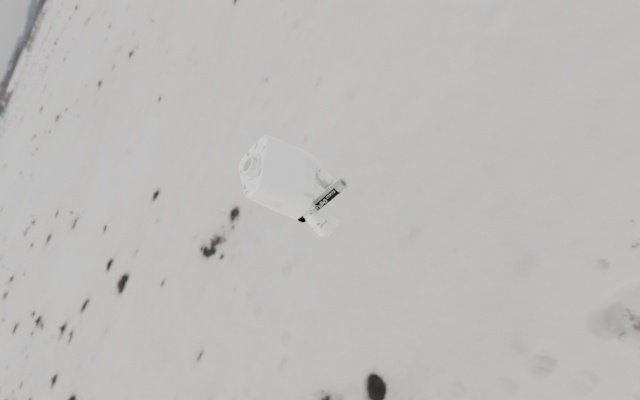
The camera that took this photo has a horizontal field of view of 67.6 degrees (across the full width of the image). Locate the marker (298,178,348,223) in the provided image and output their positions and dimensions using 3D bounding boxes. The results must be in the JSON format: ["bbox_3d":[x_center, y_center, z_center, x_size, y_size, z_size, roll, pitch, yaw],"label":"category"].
[{"bbox_3d":[0.000,0.003,0.824,0.020,0.020,0.121,0,-32,-48],"label":"marker"}]
